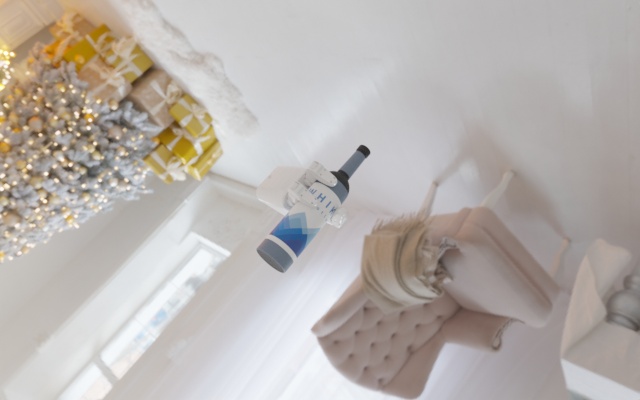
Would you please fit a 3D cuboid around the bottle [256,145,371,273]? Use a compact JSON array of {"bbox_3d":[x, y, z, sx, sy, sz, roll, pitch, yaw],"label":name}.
[{"bbox_3d":[0.000,0.003,0.897,0.069,0.295,0.069,34,-22,16],"label":"bottle"}]
